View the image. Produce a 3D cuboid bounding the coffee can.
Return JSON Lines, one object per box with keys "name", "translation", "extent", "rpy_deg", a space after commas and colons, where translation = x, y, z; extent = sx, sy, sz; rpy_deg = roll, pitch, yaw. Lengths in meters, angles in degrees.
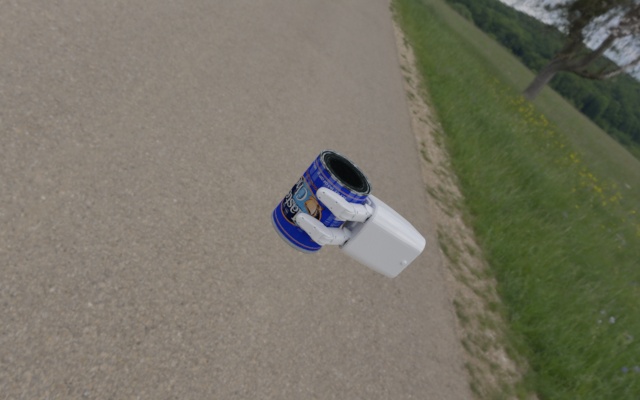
{"name": "coffee can", "translation": [0.000, 0.002, 0.770], "extent": [0.103, 0.102, 0.140], "rpy_deg": [0, -43, -54]}
